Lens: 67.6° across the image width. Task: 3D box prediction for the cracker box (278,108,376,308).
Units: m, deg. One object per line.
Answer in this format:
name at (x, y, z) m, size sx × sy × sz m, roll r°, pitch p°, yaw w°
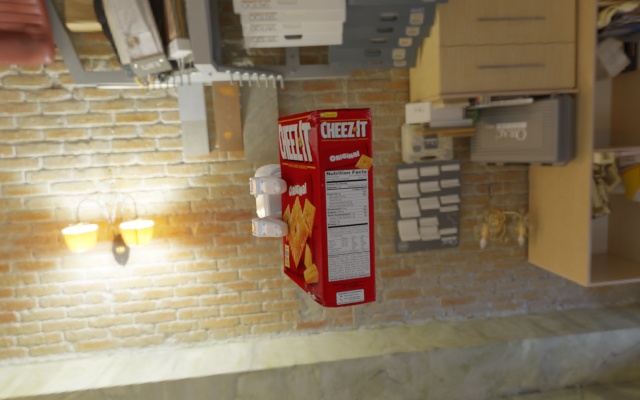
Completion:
cracker box at (0.000, 0.002, 0.577) m, size 0.072 × 0.214 × 0.164 m, roll -5°, pitch 8°, yaw -19°
